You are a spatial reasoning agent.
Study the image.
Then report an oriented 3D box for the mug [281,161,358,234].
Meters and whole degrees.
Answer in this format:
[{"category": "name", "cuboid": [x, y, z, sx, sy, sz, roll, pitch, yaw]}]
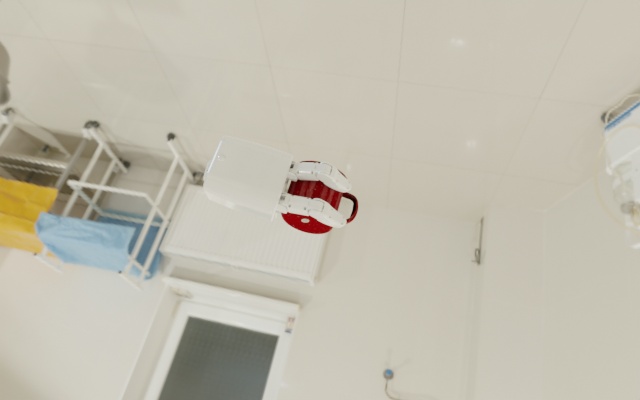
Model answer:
[{"category": "mug", "cuboid": [0.001, 0.003, 0.729, 0.117, 0.081, 0.093, 18, -28, -4]}]
